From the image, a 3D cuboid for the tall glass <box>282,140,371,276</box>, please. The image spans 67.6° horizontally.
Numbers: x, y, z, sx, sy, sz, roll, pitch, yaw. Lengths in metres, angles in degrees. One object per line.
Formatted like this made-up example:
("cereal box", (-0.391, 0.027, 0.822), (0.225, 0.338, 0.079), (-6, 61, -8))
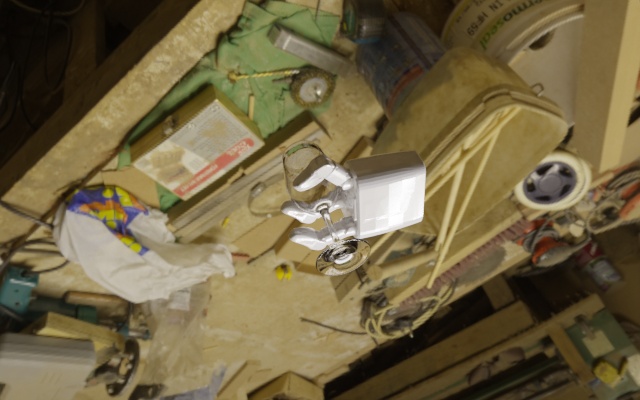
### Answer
("tall glass", (0.000, 0.003, 0.667), (0.079, 0.201, 0.079), (-13, -40, -12))
